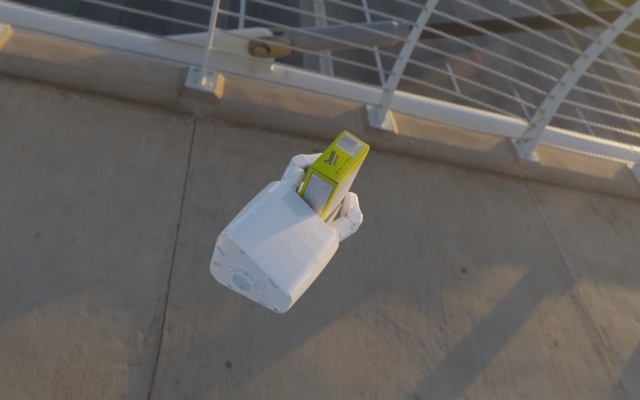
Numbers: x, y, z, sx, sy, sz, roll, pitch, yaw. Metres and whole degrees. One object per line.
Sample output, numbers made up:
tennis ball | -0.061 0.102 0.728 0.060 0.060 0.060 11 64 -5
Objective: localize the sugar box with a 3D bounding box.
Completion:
sugar box | 0.000 0.002 0.627 0.048 0.176 0.093 35 46 7
